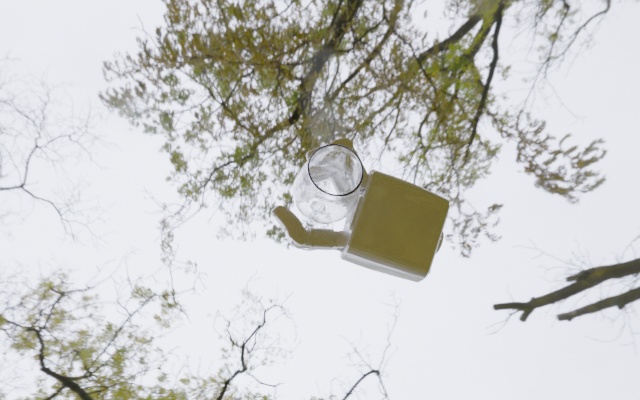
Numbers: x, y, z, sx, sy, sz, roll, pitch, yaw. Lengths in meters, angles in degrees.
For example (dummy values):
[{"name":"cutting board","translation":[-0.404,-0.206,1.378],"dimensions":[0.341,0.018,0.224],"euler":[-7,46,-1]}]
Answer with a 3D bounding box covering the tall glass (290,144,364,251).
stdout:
[{"name":"tall glass","translation":[0.000,0.002,0.602],"dimensions":[0.079,0.079,0.201],"euler":[0,-21,-10]}]
